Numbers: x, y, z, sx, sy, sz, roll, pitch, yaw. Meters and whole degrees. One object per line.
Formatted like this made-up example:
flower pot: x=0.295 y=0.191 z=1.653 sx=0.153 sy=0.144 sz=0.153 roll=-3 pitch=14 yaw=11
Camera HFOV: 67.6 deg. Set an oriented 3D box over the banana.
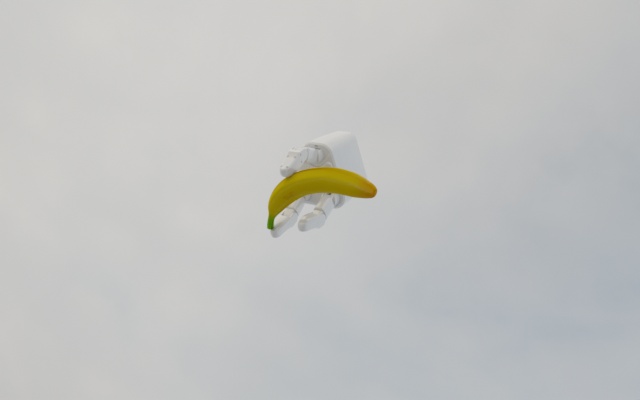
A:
banana: x=-0.010 y=-0.014 z=0.695 sx=0.198 sy=0.069 sz=0.037 roll=-18 pitch=7 yaw=35
